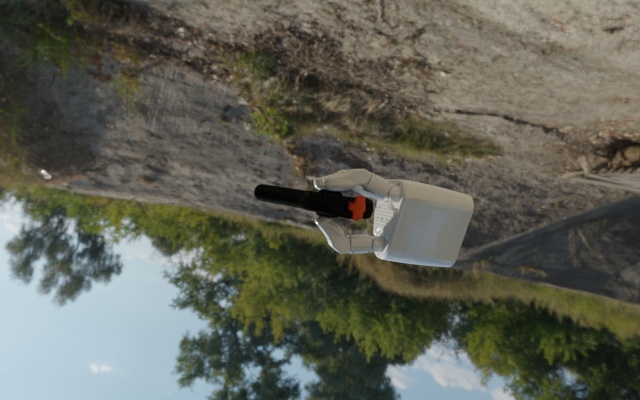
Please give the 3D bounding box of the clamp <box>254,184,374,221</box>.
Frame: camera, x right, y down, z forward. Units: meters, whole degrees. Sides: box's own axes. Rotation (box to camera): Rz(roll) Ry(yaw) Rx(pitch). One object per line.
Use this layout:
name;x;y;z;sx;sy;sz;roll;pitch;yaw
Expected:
clamp;0.000;0.003;0.636;0.164;0.036;0.210;8;1;-13
